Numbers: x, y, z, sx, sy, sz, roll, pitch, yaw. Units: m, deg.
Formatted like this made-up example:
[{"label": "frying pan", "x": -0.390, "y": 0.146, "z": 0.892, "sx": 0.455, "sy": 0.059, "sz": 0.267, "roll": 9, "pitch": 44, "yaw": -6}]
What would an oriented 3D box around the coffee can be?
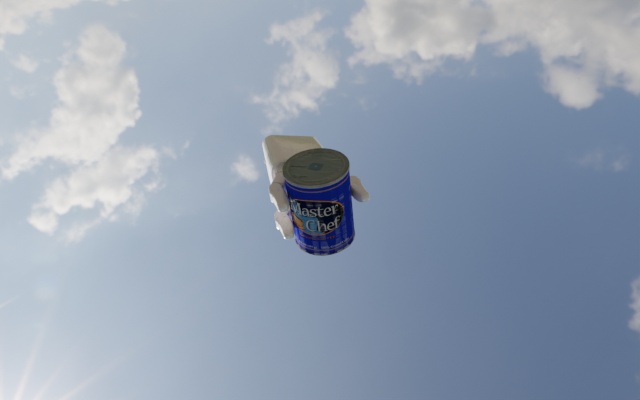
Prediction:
[{"label": "coffee can", "x": 0.000, "y": 0.002, "z": 0.762, "sx": 0.103, "sy": 0.140, "sz": 0.102, "roll": -5, "pitch": 37, "yaw": 4}]
